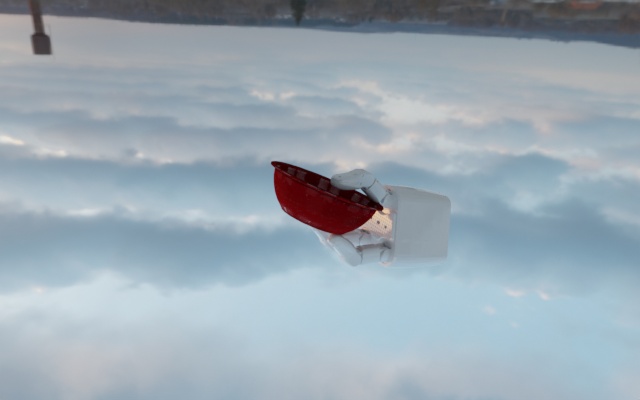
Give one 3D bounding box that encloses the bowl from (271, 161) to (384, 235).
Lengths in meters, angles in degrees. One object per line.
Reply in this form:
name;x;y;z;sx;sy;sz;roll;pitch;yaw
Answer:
bowl;-0.001;0.002;0.637;0.162;0.055;0.162;23;8;-3
